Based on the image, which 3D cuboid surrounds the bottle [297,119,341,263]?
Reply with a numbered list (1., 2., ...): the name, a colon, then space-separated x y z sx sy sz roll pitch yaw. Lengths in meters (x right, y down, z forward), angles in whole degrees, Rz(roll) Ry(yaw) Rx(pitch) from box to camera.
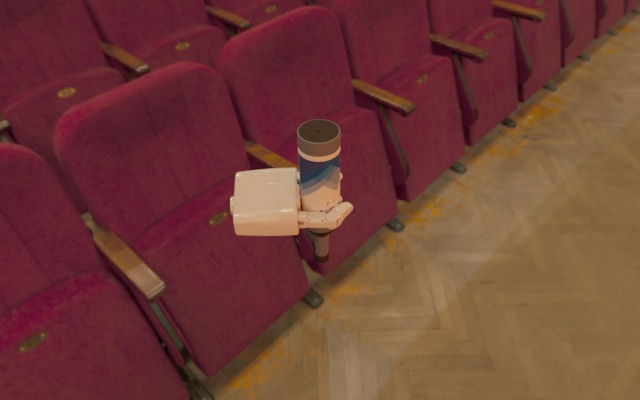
1. bottle: 0.000 0.003 0.824 0.069 0.296 0.069 -1 43 1
